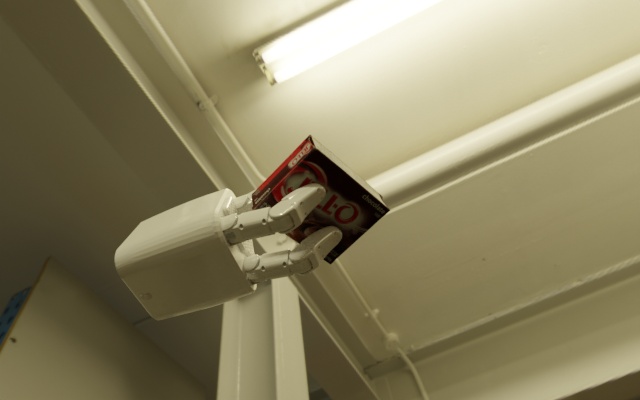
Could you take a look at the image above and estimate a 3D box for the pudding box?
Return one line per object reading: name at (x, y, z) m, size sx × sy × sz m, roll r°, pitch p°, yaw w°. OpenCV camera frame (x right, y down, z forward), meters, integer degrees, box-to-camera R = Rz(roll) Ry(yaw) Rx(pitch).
pudding box at (0.000, 0.002, 0.488) m, size 0.113 × 0.090 × 0.039 m, roll 36°, pitch 20°, yaw -29°
